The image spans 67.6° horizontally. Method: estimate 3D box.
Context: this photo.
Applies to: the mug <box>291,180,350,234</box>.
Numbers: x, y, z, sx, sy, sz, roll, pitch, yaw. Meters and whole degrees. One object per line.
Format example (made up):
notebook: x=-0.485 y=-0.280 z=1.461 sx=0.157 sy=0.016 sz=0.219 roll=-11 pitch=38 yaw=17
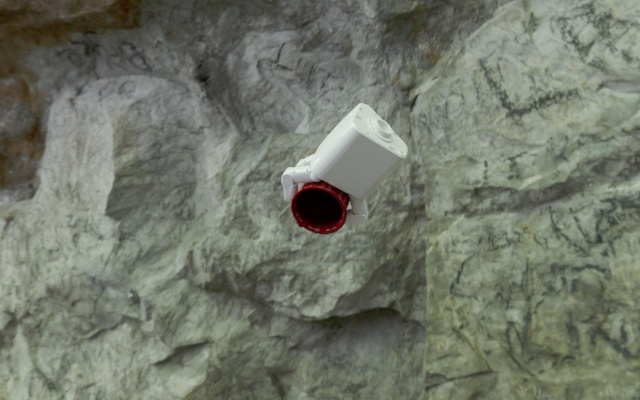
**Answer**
mug: x=-0.001 y=0.003 z=0.806 sx=0.117 sy=0.093 sz=0.081 roll=-45 pitch=11 yaw=36
